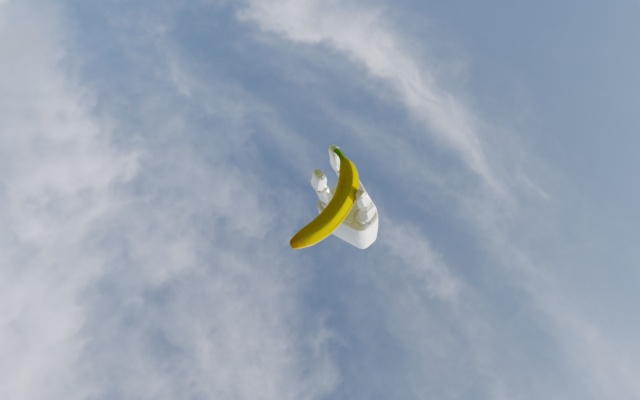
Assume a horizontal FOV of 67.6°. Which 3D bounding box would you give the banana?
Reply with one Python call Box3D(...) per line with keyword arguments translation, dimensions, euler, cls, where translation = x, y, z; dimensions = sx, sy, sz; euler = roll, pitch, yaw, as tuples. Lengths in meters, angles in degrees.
Box3D(translation=(0.018, 0.006, 0.811), dimensions=(0.069, 0.197, 0.037), euler=(21, -22, 14), cls="banana")
